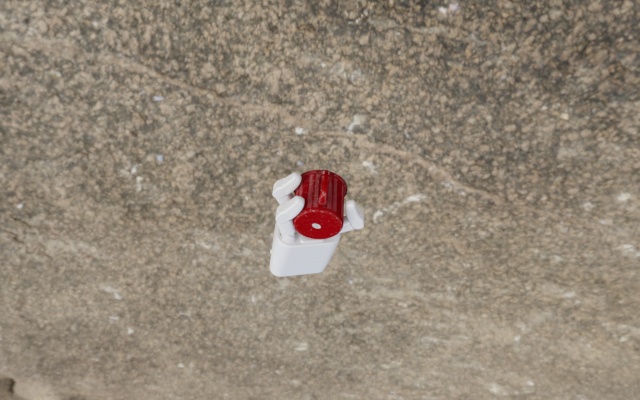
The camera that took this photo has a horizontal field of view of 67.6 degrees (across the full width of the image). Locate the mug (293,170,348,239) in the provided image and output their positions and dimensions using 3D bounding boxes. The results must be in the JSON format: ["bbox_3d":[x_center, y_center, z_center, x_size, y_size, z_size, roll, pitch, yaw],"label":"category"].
[{"bbox_3d":[0.000,0.002,0.773,0.093,0.081,0.117,9,-40,-7],"label":"mug"}]
